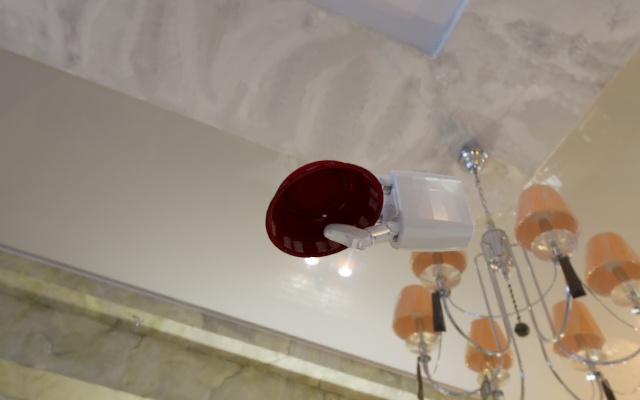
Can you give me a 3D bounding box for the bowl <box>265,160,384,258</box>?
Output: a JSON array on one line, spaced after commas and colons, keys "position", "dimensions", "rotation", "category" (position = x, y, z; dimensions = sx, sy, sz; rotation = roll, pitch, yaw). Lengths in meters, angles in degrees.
[{"position": [-0.001, 0.002, 0.638], "dimensions": [0.162, 0.162, 0.055], "rotation": [0, 39, -22], "category": "bowl"}]
